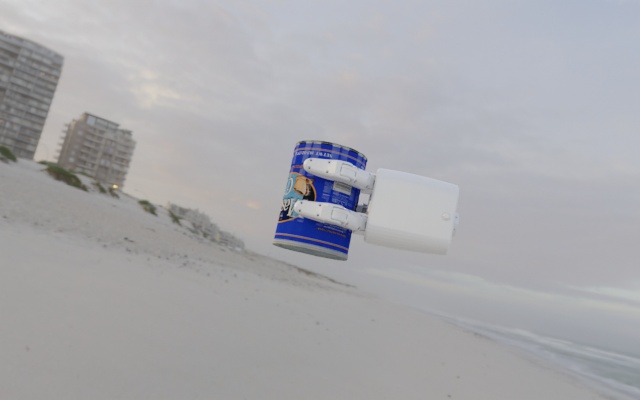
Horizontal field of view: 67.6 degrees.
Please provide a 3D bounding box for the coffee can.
[{"bbox_3d":[0.000,0.002,0.646,0.103,0.140,0.103,12,-10,2],"label":"coffee can"}]
